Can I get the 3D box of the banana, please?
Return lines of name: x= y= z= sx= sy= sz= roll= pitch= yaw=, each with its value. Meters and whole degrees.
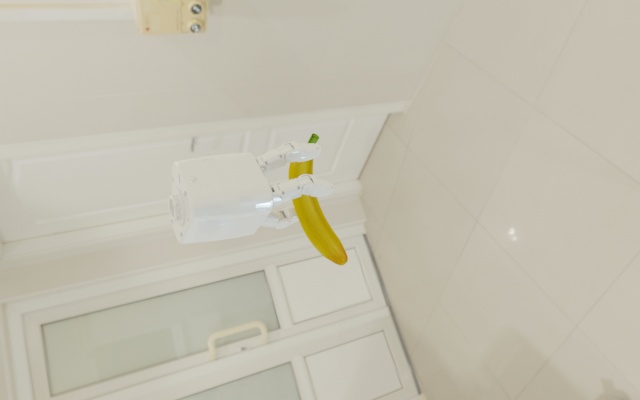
banana: x=-0.011 y=0.005 z=0.698 sx=0.037 sy=0.197 sz=0.070 roll=-5 pitch=-16 yaw=-37
